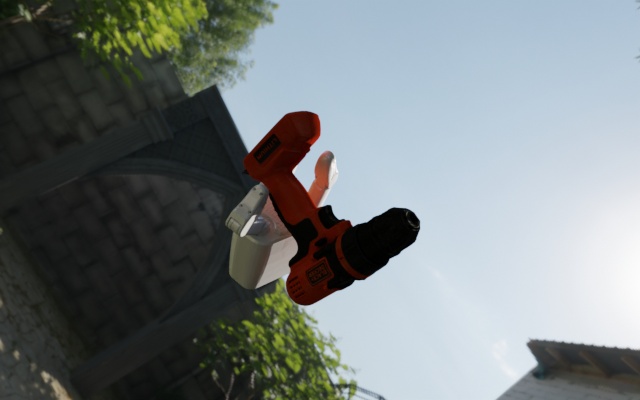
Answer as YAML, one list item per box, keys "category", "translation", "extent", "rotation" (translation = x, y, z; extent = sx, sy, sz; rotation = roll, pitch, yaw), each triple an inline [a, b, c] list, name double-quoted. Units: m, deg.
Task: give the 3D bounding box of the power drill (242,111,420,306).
- category: "power drill"
  translation: [0.000, 0.001, 0.507]
  extent: [0.057, 0.187, 0.184]
  rotation: [-6, -24, -48]
